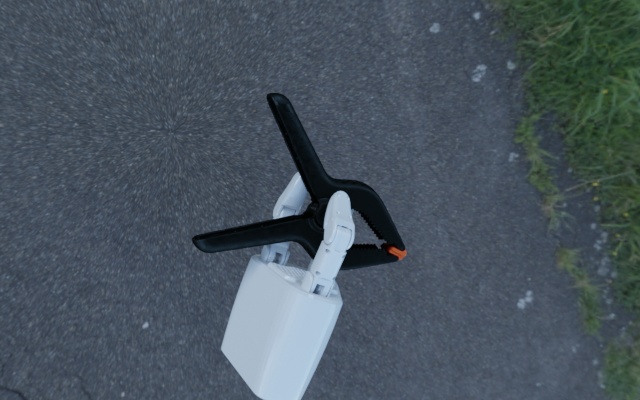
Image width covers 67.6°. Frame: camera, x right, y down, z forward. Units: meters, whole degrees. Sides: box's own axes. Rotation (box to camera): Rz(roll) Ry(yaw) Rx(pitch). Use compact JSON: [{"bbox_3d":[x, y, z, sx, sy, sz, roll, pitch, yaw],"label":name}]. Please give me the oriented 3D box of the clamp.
[{"bbox_3d":[0.001,0.002,0.475,0.210,0.164,0.036,20,4,-19],"label":"clamp"}]
